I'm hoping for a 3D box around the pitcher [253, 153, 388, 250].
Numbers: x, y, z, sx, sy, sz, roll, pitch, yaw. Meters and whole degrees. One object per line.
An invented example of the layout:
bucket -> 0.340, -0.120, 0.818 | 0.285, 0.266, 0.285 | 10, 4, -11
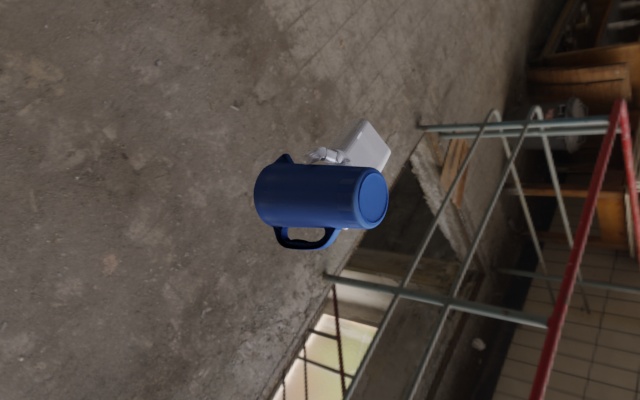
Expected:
pitcher -> 0.000, 0.003, 0.898 | 0.243, 0.149, 0.145 | 3, 44, 41
